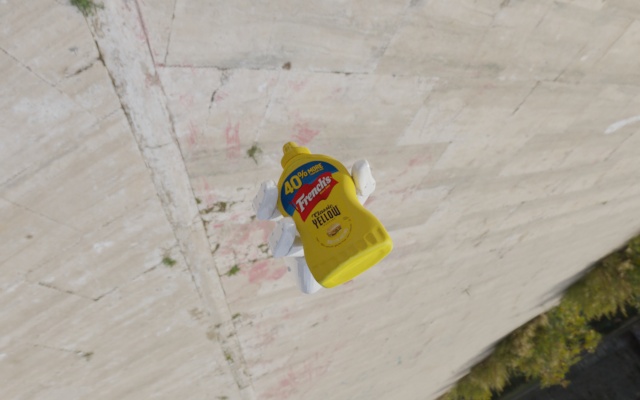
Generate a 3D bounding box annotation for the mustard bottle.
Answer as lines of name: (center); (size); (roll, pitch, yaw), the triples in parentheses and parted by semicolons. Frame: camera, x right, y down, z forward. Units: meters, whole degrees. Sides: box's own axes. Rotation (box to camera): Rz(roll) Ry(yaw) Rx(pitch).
mustard bottle: (0.000, 0.002, 0.574); (0.096, 0.191, 0.058); (-33, -30, 6)
